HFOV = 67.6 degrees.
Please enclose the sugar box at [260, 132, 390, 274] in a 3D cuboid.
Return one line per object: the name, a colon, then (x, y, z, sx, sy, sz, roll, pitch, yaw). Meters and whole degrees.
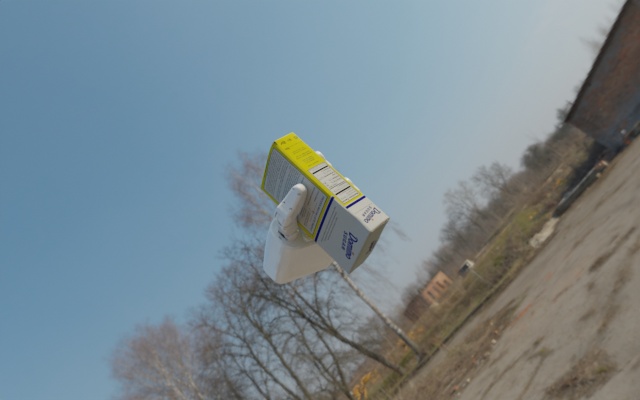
sugar box: (0.000, 0.002, 0.617, 0.176, 0.093, 0.048, 41, 50, 18)
